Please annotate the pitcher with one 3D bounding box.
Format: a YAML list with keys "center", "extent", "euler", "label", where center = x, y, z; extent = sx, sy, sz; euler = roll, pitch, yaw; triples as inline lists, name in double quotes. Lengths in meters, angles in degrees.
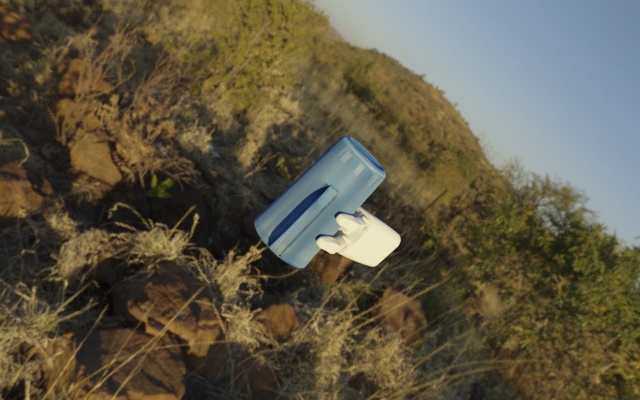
- center: [0.000, 0.003, 0.875]
  extent: [0.145, 0.243, 0.149]
  euler: [30, 21, -43]
  label: "pitcher"
